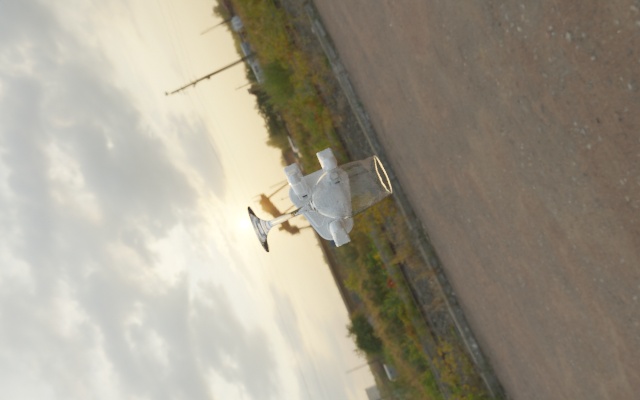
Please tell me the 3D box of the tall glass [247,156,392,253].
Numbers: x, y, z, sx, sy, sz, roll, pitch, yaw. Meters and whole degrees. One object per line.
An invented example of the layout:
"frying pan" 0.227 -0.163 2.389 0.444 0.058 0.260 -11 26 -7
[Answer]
"tall glass" 0.000 0.003 0.695 0.201 0.079 0.079 -24 0 0
